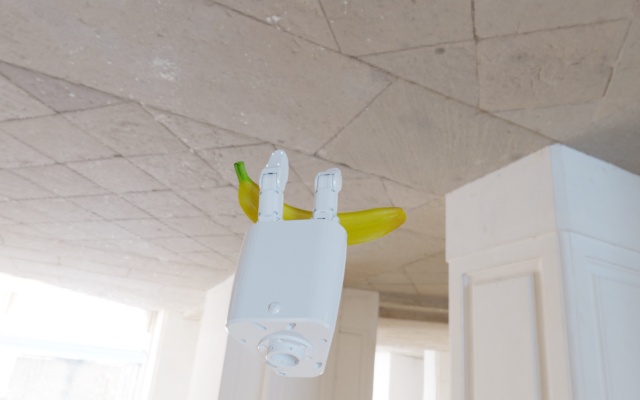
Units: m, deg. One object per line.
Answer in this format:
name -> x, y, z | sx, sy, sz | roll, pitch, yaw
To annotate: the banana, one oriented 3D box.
banana -> -0.008, 0.017, 0.524 | 0.198, 0.070, 0.037 | 16, 24, -1
